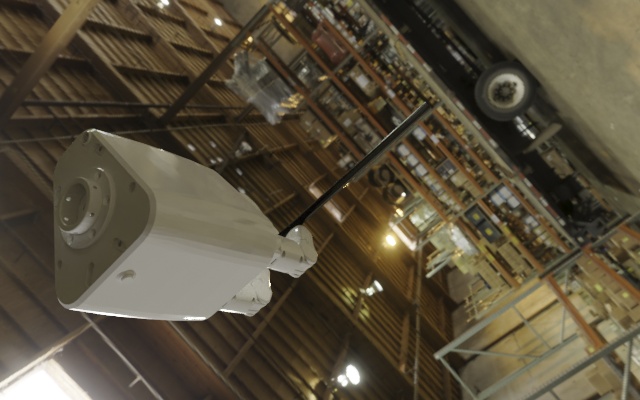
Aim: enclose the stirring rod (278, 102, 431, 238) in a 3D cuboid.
[{"bbox_3d":[0.000,0.001,0.414,0.239,0.011,0.011,-42,-14,16],"label":"stirring rod"}]
